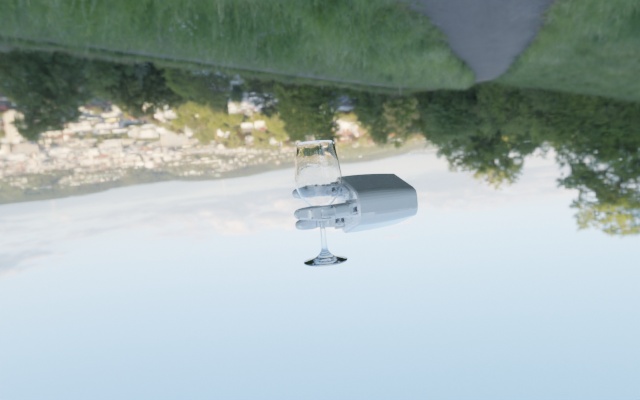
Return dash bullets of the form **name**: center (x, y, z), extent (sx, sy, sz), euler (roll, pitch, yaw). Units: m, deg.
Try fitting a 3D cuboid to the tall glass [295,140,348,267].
- **tall glass**: center (0.000, 0.003, 0.788), extent (0.079, 0.201, 0.079), euler (-5, 5, 0)
